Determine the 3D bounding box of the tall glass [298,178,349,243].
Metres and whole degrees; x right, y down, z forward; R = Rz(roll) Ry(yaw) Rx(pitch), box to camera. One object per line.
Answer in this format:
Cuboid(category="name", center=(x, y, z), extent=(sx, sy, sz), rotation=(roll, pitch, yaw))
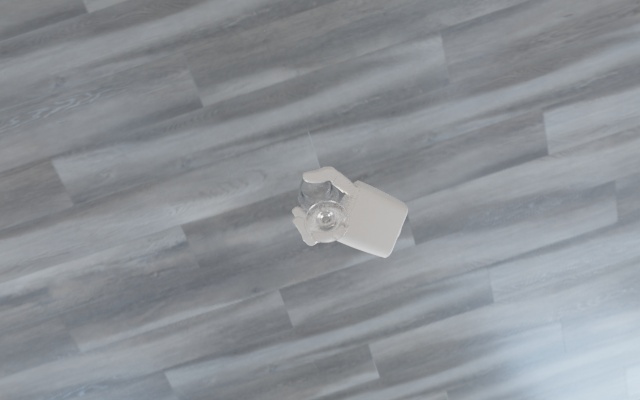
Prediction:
Cuboid(category="tall glass", center=(0.000, 0.003, 0.871), extent=(0.079, 0.079, 0.201), rotation=(0, 19, -7))
